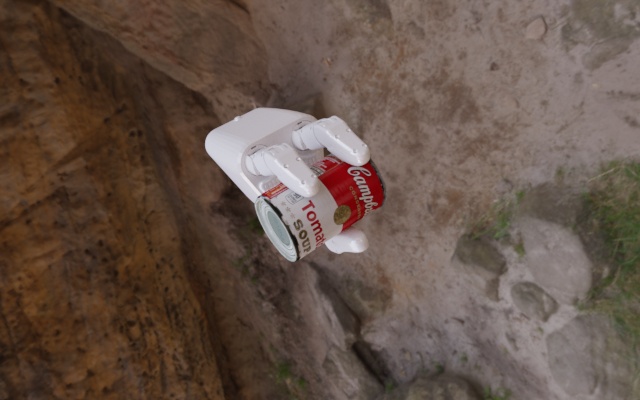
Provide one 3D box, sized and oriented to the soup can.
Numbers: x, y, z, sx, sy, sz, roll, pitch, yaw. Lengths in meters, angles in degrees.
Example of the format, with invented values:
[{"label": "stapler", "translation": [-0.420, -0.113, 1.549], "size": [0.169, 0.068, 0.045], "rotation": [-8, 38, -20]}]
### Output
[{"label": "soup can", "translation": [0.000, 0.002, 0.436], "size": [0.102, 0.068, 0.068], "rotation": [-31, 13, -22]}]
